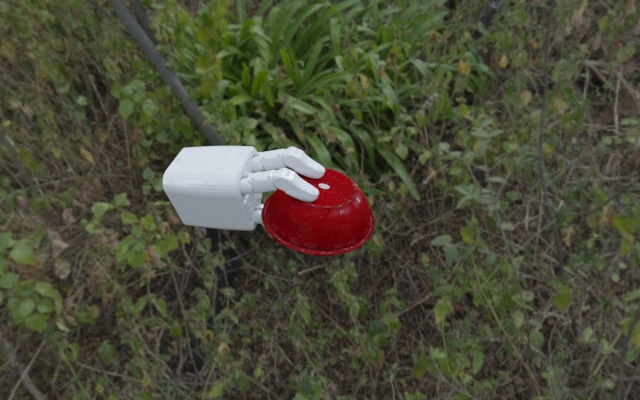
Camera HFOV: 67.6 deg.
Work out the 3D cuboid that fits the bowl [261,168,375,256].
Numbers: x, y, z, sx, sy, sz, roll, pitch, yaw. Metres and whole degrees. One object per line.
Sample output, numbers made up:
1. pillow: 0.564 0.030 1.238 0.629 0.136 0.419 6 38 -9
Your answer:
1. bowl: 0.001 0.002 0.662 0.162 0.055 0.162 5 37 -4
